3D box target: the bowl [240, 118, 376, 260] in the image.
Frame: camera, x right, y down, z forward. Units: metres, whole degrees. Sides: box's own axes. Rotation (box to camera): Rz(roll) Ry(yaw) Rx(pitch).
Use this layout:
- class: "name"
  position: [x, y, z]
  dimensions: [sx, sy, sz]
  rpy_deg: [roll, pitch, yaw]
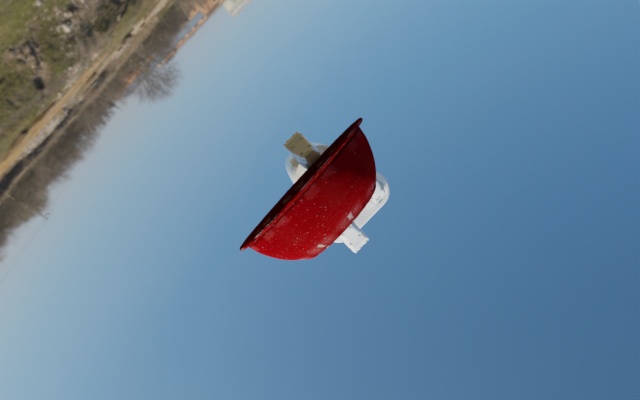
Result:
- class: "bowl"
  position: [0.000, 0.002, 0.436]
  dimensions: [0.055, 0.162, 0.162]
  rpy_deg: [43, -5, -5]
